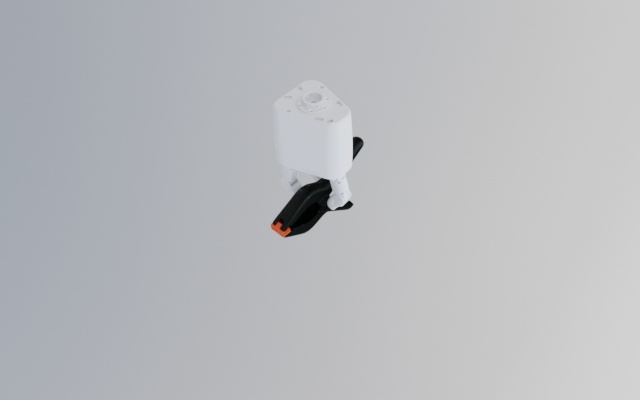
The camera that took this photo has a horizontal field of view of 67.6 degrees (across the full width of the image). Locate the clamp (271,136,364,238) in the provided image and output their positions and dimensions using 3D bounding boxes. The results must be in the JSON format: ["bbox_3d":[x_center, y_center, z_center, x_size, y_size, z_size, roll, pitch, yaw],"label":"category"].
[{"bbox_3d":[0.000,0.003,0.818,0.036,0.165,0.210,33,58,26],"label":"clamp"}]
